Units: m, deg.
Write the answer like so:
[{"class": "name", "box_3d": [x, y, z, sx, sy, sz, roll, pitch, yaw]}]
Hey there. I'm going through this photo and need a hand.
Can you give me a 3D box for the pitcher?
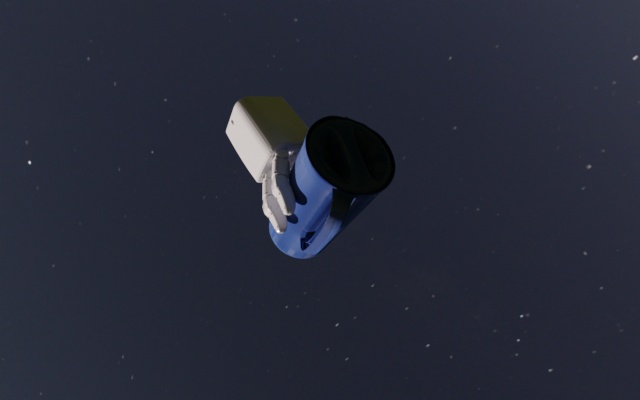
[{"class": "pitcher", "box_3d": [0.000, 0.002, 0.730, 0.149, 0.145, 0.243, -25, -19, -34]}]
